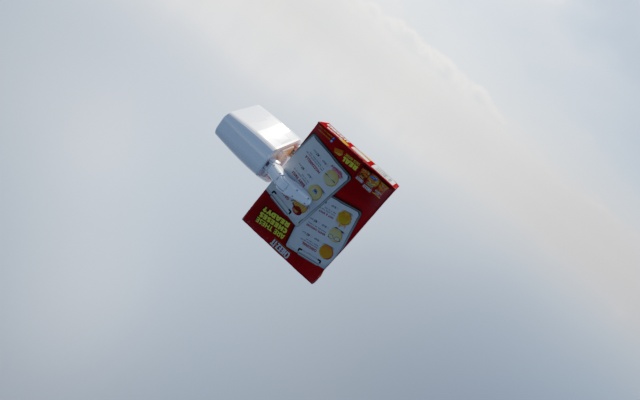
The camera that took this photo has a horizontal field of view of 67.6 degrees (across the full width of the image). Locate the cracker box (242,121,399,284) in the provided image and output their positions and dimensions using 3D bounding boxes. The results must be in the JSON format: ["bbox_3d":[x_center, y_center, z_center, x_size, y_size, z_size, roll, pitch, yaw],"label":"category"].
[{"bbox_3d":[0.000,0.002,0.793,0.164,0.214,0.072,42,17,8],"label":"cracker box"}]
